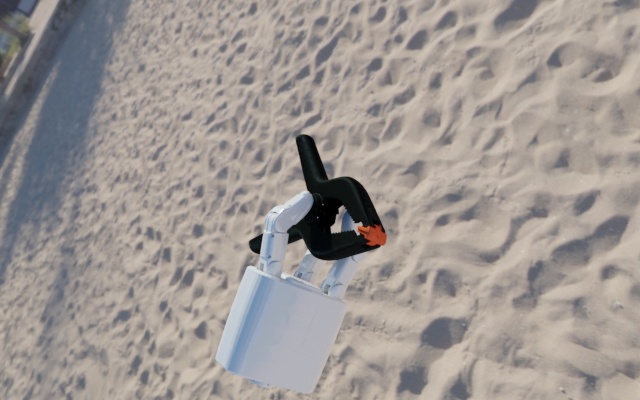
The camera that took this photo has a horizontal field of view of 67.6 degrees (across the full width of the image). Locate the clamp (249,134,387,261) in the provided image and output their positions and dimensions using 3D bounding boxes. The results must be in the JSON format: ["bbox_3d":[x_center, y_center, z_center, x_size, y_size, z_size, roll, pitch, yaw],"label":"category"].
[{"bbox_3d":[0.000,0.002,0.544,0.036,0.164,0.210,23,-7,-37],"label":"clamp"}]
